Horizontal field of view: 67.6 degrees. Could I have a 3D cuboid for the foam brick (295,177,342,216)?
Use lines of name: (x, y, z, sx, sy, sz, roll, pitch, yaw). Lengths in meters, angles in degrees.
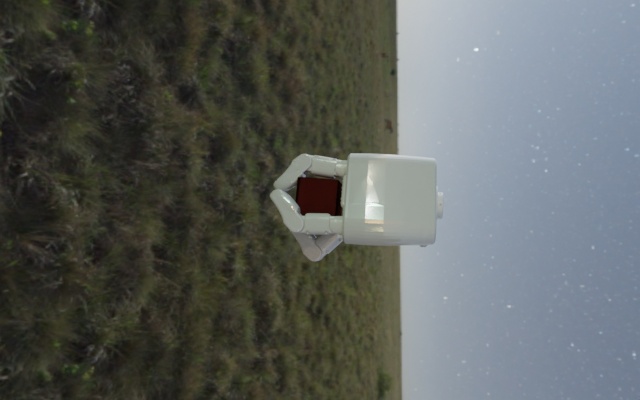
foam brick: (0.000, 0.002, 0.616, 0.051, 0.053, 0.078, 4, -5, 9)
